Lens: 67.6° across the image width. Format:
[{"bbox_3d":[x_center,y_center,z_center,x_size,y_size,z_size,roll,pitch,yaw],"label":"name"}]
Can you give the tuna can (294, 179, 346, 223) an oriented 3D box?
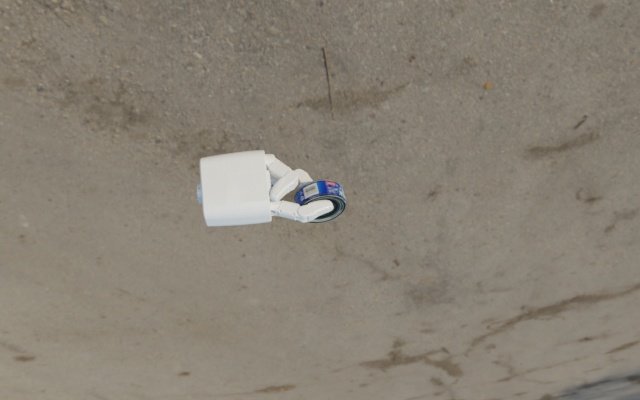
[{"bbox_3d":[0.000,0.003,0.812,0.086,0.033,0.086,-9,-34,-6],"label":"tuna can"}]
